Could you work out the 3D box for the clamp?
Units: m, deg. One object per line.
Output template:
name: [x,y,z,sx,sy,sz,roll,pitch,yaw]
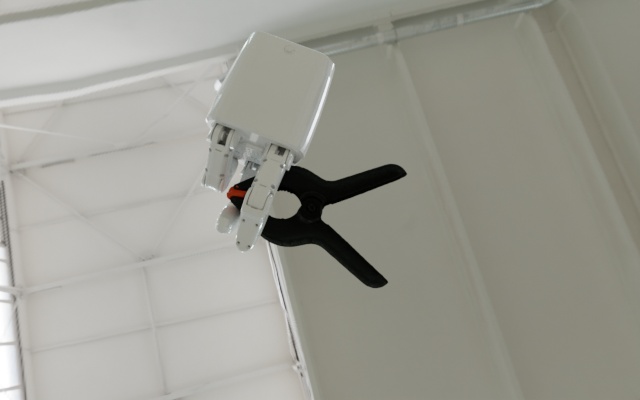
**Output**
clamp: [0.000,0.002,0.462,0.171,0.120,0.039,20,-16,1]
